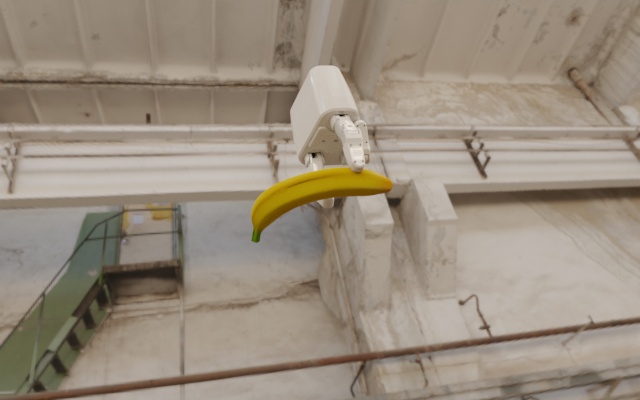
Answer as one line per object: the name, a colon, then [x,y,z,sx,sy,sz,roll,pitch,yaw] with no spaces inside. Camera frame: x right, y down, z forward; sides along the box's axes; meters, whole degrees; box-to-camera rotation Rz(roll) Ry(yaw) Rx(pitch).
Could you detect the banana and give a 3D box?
banana: [-0.008,-0.008,0.603,0.198,0.037,0.070,-20,-39,5]
